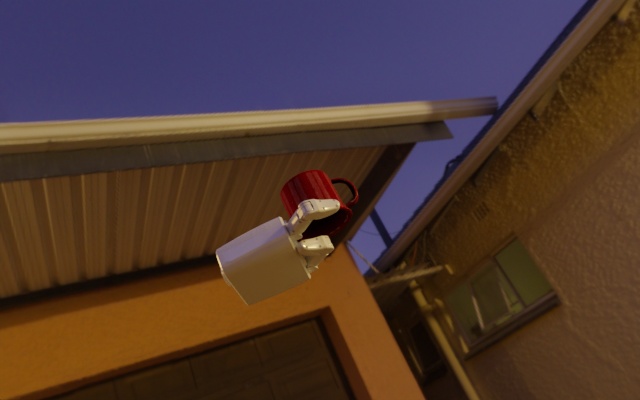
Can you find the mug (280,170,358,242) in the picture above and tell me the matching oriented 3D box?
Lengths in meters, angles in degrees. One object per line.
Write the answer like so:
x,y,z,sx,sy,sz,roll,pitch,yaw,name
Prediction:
0.001,0.002,0.730,0.117,0.081,0.093,-25,-27,-5,mug
